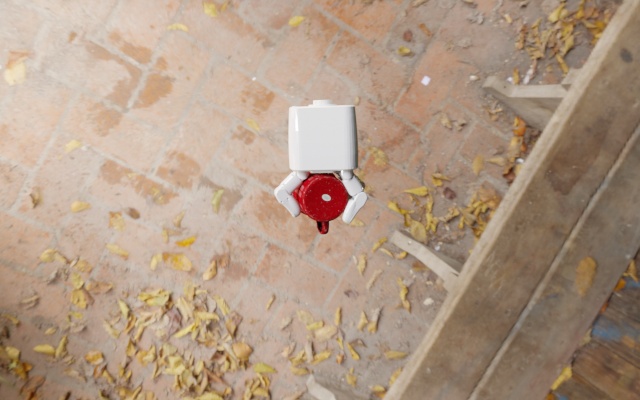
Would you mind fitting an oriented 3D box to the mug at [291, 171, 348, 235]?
[{"bbox_3d":[0.000,0.004,0.837,0.093,0.117,0.081,-4,11,-12],"label":"mug"}]
